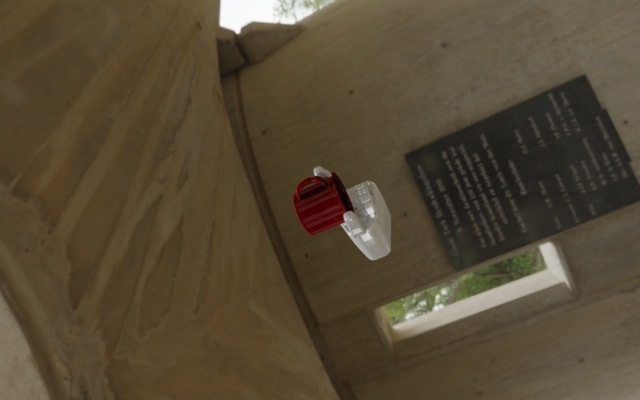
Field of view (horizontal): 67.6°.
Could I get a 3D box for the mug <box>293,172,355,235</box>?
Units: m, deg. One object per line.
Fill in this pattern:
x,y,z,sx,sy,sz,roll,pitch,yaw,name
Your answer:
-0.001,0.002,0.818,0.081,0.093,0.117,-24,-42,12,mug
